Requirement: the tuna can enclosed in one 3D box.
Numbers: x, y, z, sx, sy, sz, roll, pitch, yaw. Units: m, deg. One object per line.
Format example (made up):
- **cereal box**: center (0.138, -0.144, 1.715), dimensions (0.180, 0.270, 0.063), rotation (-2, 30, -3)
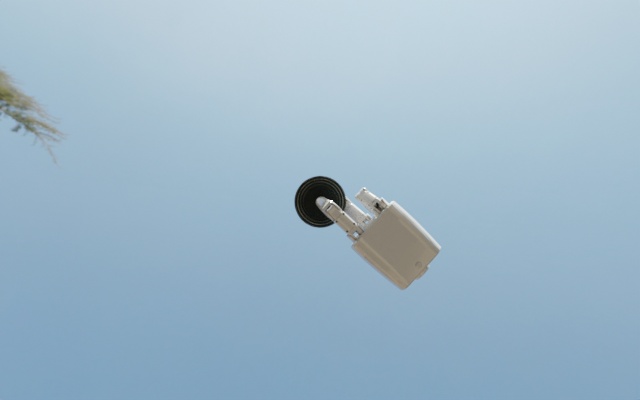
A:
- **tuna can**: center (0.000, 0.003, 0.800), dimensions (0.086, 0.086, 0.034), rotation (0, -2, 2)
